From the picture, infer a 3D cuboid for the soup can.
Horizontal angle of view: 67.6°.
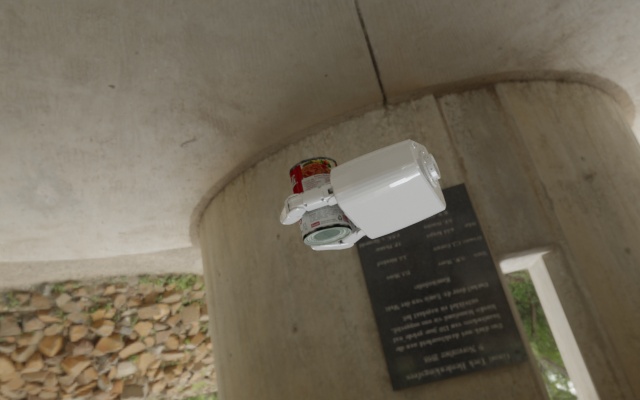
[{"bbox_3d":[0.000,0.003,0.642,0.068,0.102,0.068,-11,-23,-5],"label":"soup can"}]
